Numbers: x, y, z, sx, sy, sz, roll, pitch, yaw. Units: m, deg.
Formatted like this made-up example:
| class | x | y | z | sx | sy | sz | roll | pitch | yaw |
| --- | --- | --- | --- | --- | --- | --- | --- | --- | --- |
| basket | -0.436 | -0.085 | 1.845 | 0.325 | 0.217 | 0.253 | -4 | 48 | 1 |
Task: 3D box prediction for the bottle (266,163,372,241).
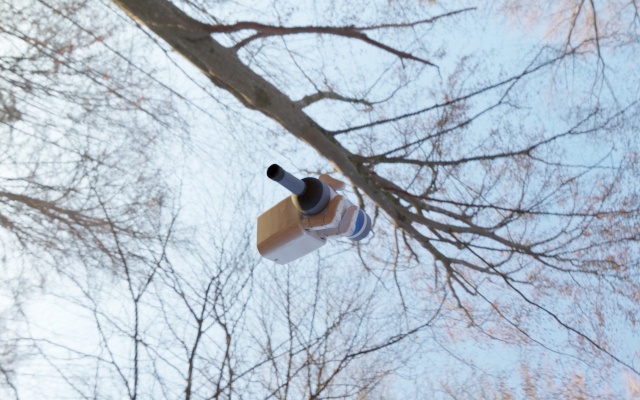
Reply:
| class | x | y | z | sx | sy | sz | roll | pitch | yaw |
| --- | --- | --- | --- | --- | --- | --- | --- | --- | --- |
| bottle | 0.000 | 0.003 | 0.888 | 0.069 | 0.069 | 0.296 | 0 | -20 | 34 |
